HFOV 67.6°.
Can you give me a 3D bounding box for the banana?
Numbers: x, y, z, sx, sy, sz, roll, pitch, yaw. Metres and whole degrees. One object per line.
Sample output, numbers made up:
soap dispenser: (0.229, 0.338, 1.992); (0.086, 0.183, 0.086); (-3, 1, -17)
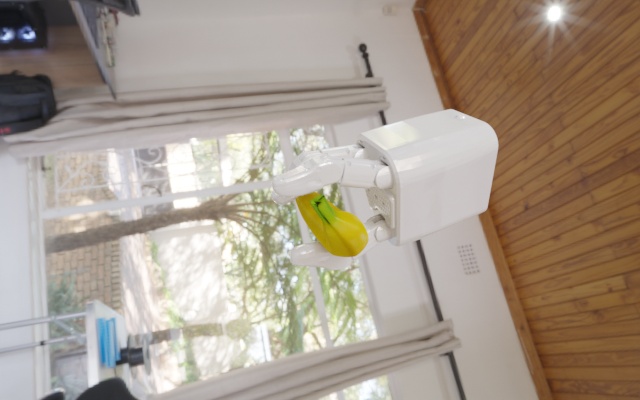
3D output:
banana: (0.009, 0.018, 0.449); (0.037, 0.069, 0.198); (-29, 6, -6)
